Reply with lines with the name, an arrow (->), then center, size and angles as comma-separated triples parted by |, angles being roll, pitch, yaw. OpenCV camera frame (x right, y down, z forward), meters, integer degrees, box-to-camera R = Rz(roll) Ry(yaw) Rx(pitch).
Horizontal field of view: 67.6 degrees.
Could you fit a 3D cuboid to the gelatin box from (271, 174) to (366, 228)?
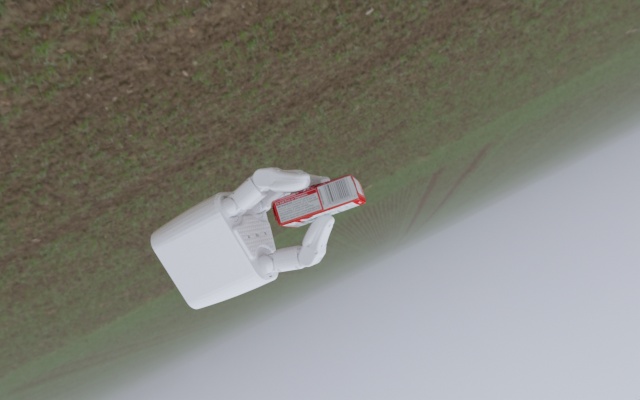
gelatin box -> 0.001, 0.002, 0.511 | 0.089, 0.030, 0.073 | -19, -7, 9
